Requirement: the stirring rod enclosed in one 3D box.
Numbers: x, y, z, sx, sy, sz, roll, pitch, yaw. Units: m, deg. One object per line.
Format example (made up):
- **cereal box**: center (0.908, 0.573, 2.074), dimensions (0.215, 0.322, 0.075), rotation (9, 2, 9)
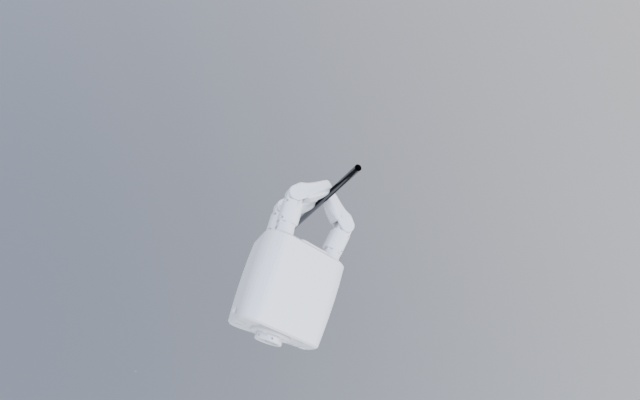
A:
- **stirring rod**: center (0.000, 0.002, 0.630), dimensions (0.011, 0.011, 0.239), rotation (0, -18, -21)
